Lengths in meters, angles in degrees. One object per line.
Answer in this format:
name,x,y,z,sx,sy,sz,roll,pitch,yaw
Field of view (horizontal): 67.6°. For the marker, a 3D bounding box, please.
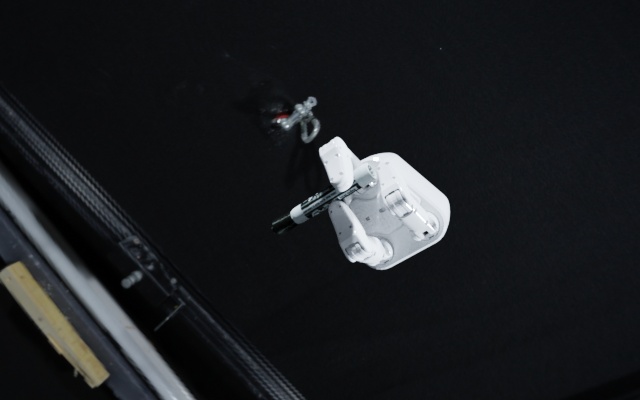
marker,0.000,0.002,0.470,0.121,0.020,0.020,-32,-13,21
